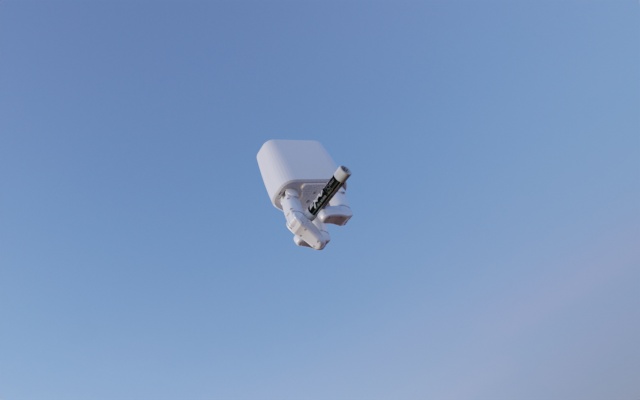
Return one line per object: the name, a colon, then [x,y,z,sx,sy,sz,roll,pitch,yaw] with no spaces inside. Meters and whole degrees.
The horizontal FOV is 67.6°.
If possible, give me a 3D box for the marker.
marker: [0.000,0.002,0.650,0.020,0.020,0.121,0,-44,-50]
